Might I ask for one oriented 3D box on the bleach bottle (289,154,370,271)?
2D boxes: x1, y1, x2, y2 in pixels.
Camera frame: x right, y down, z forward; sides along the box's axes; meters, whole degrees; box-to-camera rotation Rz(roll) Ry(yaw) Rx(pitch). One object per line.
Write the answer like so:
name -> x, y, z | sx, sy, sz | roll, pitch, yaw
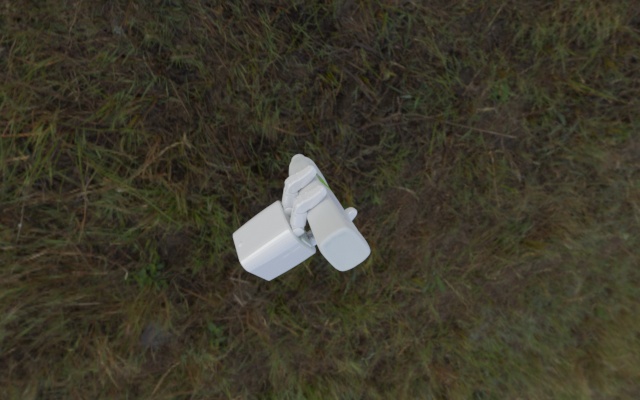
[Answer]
bleach bottle -> 0.000, 0.003, 0.849 | 0.068, 0.250, 0.103 | -34, -47, 7
